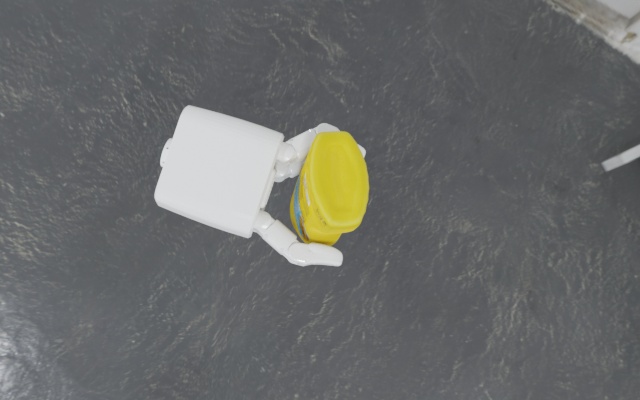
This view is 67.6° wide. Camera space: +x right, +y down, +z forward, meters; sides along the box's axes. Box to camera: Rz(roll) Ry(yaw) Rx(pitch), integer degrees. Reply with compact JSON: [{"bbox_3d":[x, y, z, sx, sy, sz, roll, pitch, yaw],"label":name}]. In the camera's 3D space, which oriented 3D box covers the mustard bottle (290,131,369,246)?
[{"bbox_3d":[0.000,0.002,0.530,0.058,0.096,0.192,-5,-14,-12],"label":"mustard bottle"}]
